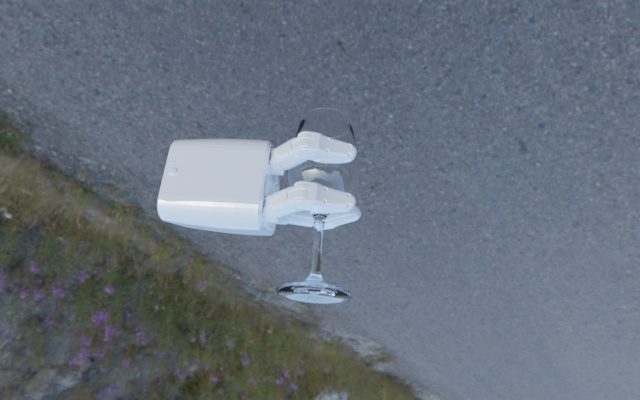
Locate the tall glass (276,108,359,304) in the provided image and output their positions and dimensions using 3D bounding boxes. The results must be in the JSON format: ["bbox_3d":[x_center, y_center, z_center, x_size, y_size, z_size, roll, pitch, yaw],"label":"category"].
[{"bbox_3d":[0.000,0.002,0.506,0.079,0.201,0.079,4,-25,2],"label":"tall glass"}]
